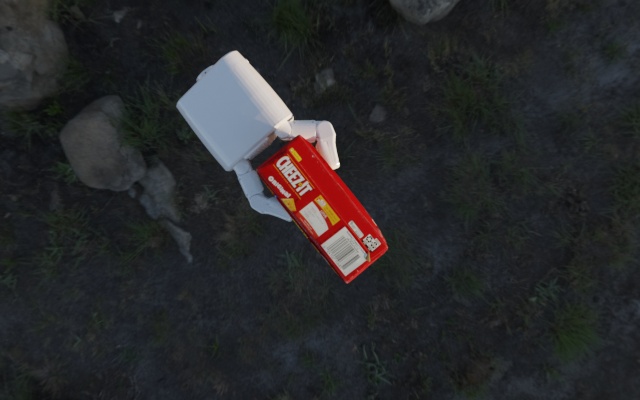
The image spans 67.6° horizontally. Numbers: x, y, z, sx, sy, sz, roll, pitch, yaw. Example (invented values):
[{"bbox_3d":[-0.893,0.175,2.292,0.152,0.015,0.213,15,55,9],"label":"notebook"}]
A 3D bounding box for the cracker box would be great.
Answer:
[{"bbox_3d":[0.000,0.002,0.624,0.072,0.164,0.213,-39,4,1],"label":"cracker box"}]
